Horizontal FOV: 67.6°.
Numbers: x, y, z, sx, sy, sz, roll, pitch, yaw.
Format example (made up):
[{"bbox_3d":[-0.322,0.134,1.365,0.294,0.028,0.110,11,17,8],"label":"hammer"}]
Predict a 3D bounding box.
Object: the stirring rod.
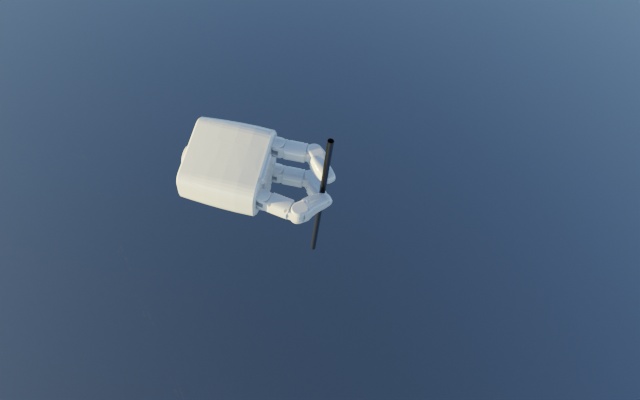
[{"bbox_3d":[0.000,0.002,0.647,0.011,0.011,0.240,0,-36,-7],"label":"stirring rod"}]
